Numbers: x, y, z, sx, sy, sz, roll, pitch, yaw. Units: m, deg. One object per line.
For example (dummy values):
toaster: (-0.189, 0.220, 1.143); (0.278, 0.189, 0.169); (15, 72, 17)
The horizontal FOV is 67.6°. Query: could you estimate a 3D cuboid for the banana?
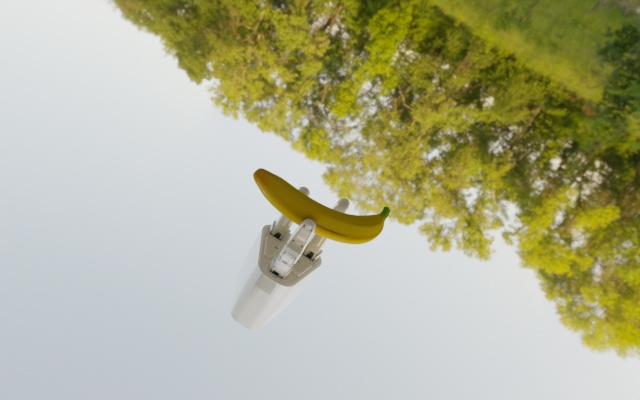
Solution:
banana: (0.005, 0.016, 0.606); (0.198, 0.069, 0.037); (18, -51, -22)
